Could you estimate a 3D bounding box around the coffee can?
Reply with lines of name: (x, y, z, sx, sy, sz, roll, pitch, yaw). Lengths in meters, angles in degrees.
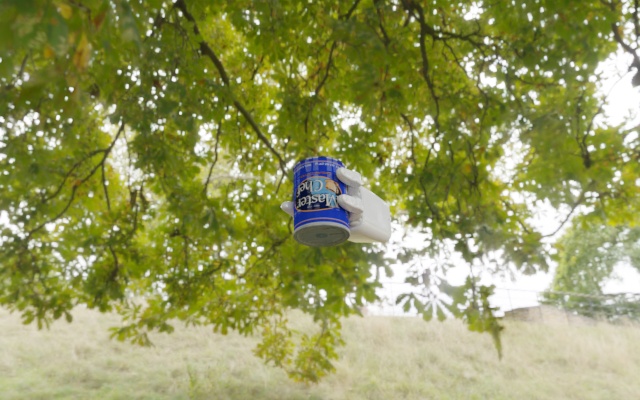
coffee can: (0.000, 0.003, 0.888, 0.103, 0.140, 0.103, -2, -27, -1)
